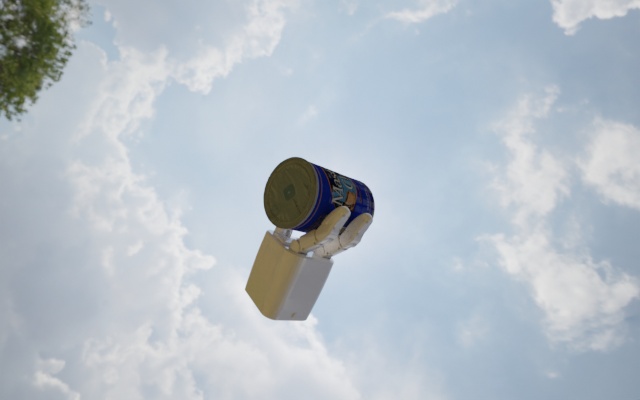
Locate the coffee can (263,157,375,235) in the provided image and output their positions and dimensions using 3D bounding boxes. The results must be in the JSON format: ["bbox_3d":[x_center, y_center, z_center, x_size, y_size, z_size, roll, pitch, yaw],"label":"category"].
[{"bbox_3d":[0.000,0.002,0.714,0.103,0.103,0.140,0,-12,41],"label":"coffee can"}]
